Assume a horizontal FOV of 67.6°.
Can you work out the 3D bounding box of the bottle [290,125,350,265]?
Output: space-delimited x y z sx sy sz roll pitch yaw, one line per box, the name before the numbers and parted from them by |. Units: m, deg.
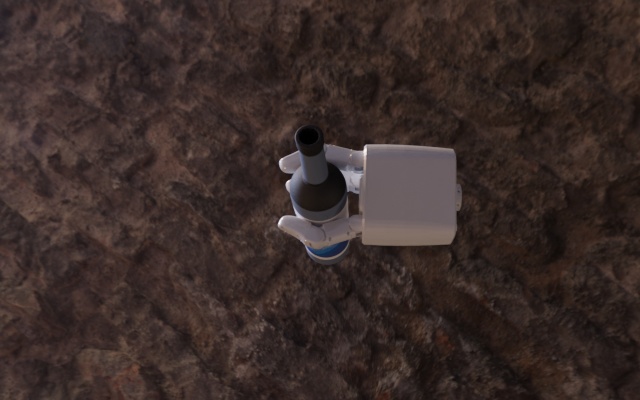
bottle | 0.000 0.002 0.585 0.069 0.069 0.296 0 -25 5
